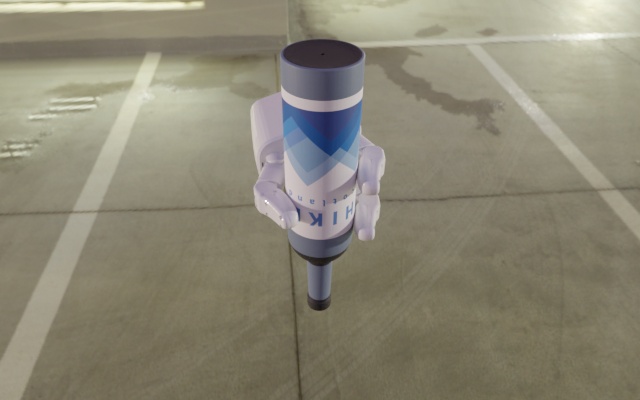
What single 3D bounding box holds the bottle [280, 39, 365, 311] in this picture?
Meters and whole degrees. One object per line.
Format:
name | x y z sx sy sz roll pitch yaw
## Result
bottle | 0.000 0.001 0.462 0.069 0.296 0.069 1 38 0
